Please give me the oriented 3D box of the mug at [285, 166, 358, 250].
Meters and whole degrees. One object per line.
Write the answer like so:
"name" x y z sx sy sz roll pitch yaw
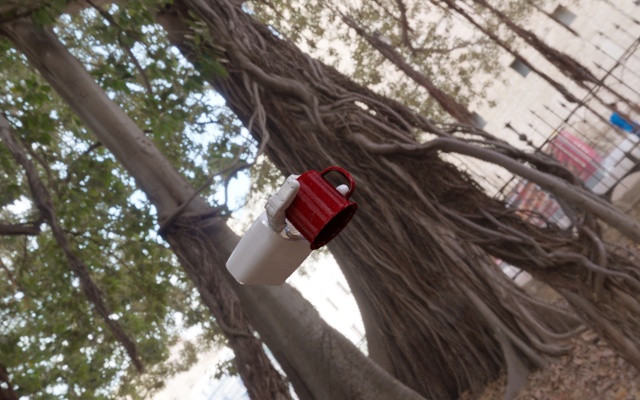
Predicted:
"mug" 0.001 0.001 0.686 0.081 0.117 0.093 45 18 17
